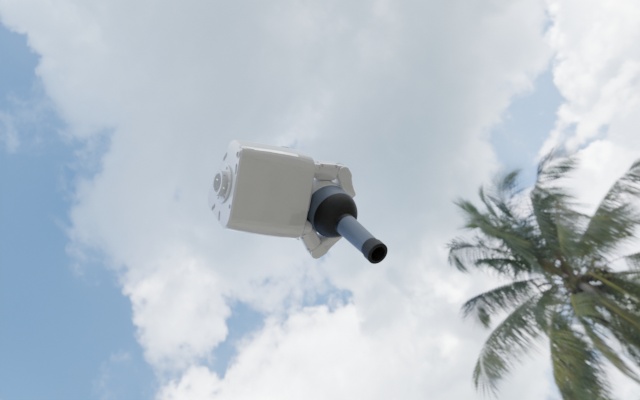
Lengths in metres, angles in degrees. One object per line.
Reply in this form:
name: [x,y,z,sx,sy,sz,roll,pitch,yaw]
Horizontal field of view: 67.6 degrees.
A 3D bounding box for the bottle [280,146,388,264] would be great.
bottle: [0.000,0.002,0.669,0.069,0.069,0.295,0,24,-30]
